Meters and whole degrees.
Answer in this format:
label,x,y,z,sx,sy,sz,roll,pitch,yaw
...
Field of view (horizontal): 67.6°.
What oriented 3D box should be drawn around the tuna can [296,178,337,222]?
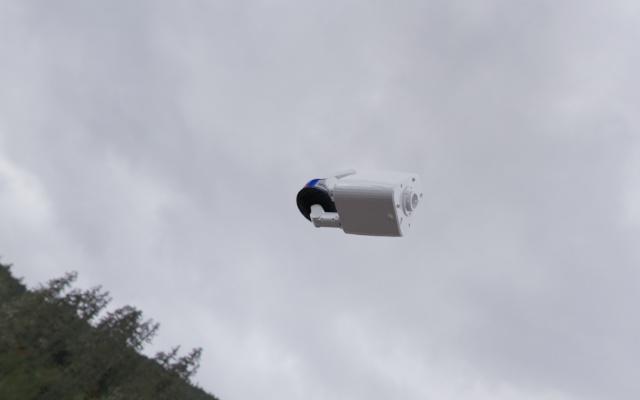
label,x,y,z,sx,sy,sz,roll,pitch,yaw
tuna can,0.000,0.003,0.879,0.086,0.086,0.033,0,34,33
